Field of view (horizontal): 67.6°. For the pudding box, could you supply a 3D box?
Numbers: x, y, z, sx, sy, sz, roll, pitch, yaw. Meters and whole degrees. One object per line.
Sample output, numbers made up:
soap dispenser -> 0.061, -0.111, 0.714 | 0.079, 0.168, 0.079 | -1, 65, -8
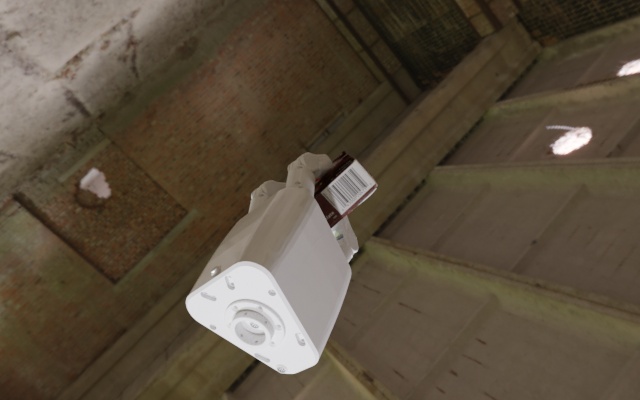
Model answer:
pudding box -> 0.000, 0.002, 0.495 | 0.113, 0.039, 0.090 | -40, 12, 4
